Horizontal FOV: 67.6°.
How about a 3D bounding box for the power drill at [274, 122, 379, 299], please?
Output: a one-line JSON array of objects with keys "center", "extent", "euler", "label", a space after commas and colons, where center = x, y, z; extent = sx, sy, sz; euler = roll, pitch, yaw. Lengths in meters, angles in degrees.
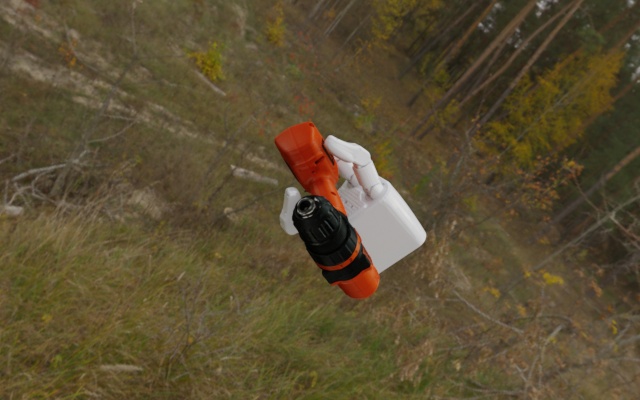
[{"center": [0.000, 0.002, 0.531], "extent": [0.057, 0.187, 0.184], "euler": [-22, -38, 7], "label": "power drill"}]
